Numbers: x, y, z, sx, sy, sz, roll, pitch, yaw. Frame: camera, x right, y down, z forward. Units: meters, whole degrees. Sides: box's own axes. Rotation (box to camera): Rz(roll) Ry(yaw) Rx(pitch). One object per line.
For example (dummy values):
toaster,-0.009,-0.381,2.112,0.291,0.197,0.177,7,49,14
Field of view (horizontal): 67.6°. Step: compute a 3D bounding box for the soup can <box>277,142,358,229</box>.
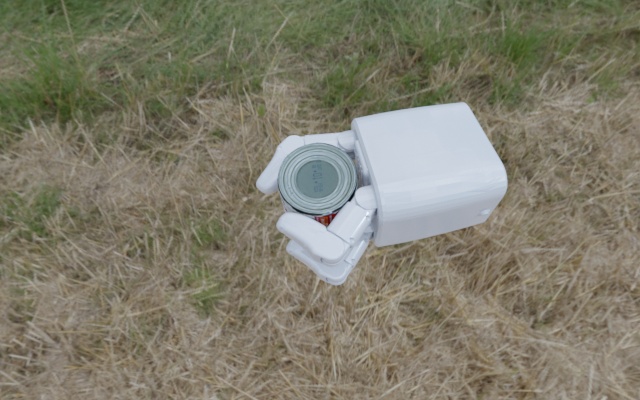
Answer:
soup can,0.000,0.001,0.433,0.068,0.068,0.102,0,-24,3
